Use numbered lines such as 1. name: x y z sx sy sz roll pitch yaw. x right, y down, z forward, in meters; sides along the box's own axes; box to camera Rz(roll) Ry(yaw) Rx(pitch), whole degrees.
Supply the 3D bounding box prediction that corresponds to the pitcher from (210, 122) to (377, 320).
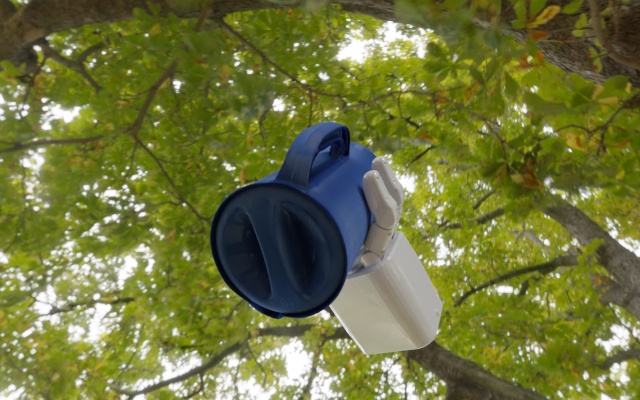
1. pitcher: 0.000 0.002 0.520 0.149 0.145 0.242 -29 7 27
